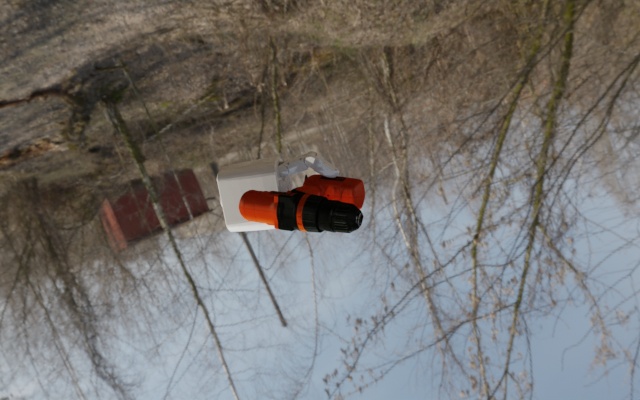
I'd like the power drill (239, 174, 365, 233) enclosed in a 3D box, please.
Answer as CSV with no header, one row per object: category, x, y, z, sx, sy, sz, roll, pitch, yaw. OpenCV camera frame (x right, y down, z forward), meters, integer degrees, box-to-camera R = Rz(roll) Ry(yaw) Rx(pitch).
power drill,0.000,0.002,0.715,0.184,0.057,0.187,8,12,25
